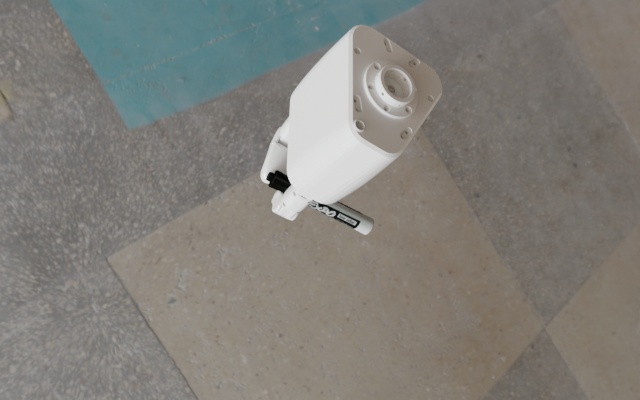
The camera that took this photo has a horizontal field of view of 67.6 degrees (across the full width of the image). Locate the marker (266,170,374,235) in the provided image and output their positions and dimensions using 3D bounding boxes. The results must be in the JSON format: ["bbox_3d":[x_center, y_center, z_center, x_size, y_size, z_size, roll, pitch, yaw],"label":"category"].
[{"bbox_3d":[0.000,0.002,0.483,0.121,0.020,0.020,27,-9,-18],"label":"marker"}]
